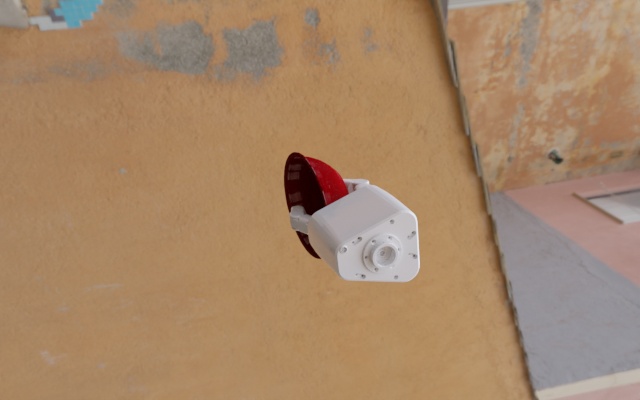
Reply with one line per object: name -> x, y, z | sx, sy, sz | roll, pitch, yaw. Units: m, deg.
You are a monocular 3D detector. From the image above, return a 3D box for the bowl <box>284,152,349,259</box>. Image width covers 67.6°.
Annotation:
bowl -> 0.000, 0.002, 0.713 | 0.055, 0.162, 0.162 | -15, 6, -22
